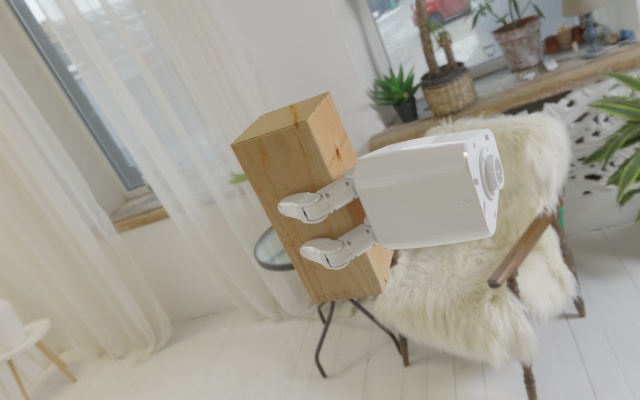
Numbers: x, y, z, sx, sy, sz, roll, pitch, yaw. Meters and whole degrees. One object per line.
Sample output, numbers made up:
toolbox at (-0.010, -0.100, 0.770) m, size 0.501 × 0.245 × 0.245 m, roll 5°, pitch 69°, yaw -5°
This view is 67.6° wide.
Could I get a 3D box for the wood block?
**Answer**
wood block at (0.000, 0.001, 0.524) m, size 0.090 × 0.206 × 0.090 m, roll -14°, pitch 25°, yaw 24°
